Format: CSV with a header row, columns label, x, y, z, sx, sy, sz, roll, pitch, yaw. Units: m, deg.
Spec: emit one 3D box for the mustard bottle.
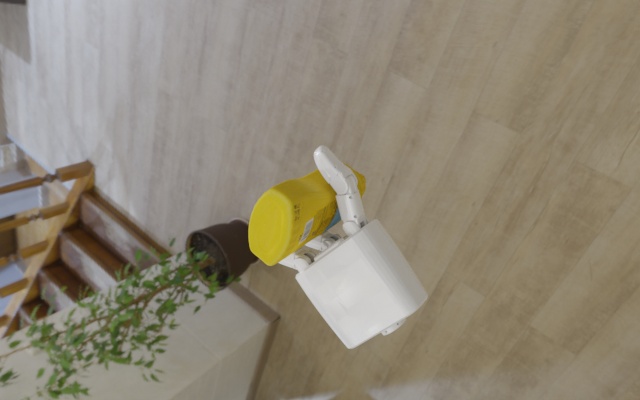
label,x,y,z,sx,sy,sz,roll,pitch,yaw
mustard bottle,0.000,0.002,0.576,0.058,0.096,0.191,35,36,22
